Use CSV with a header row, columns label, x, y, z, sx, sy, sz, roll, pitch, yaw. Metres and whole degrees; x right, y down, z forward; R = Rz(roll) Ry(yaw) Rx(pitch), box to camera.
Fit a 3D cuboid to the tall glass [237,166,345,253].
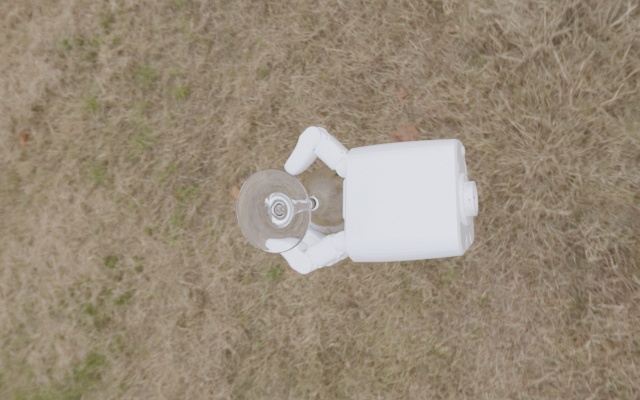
label,x,y,z,sx,sy,sz,roll,pitch,yaw
tall glass,0.000,0.002,0.503,0.079,0.079,0.201,0,4,25
